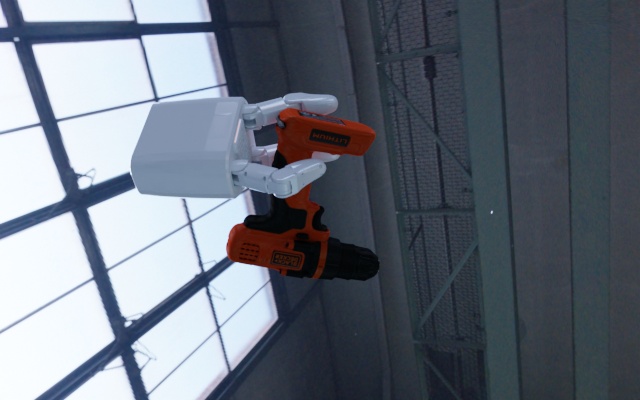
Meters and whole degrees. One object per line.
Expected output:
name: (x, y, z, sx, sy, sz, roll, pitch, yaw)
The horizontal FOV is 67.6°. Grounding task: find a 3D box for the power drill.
power drill: (0.000, 0.001, 0.537, 0.184, 0.188, 0.057, 11, 17, -15)
